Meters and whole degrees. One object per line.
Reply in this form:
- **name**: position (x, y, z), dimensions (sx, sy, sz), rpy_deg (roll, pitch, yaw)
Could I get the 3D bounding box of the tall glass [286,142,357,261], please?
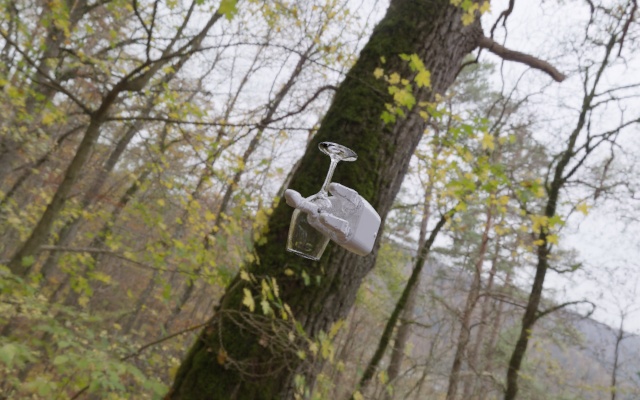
- **tall glass**: position (0.000, 0.002, 0.851), dimensions (0.079, 0.201, 0.079), rpy_deg (18, -11, 4)
